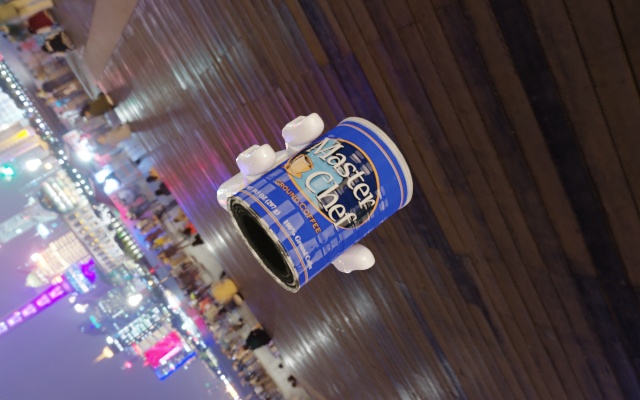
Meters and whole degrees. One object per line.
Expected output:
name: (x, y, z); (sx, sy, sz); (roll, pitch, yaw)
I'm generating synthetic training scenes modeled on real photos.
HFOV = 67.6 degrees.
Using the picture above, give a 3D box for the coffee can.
coffee can: (0.000, 0.001, 0.443); (0.140, 0.103, 0.103); (-36, 15, -21)
